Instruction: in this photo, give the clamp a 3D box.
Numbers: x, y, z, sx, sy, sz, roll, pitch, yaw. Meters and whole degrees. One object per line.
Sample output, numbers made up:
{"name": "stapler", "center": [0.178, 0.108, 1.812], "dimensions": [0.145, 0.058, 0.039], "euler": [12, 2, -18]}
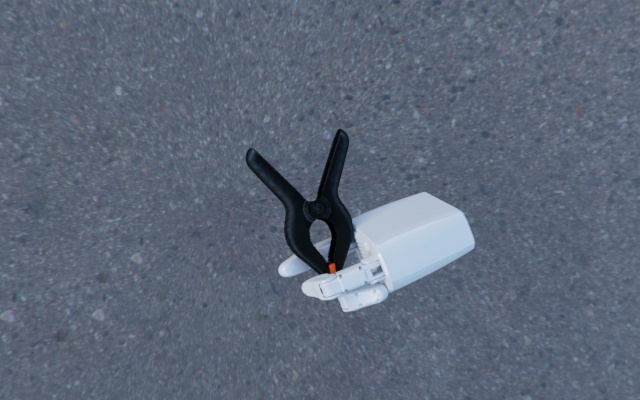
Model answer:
{"name": "clamp", "center": [0.000, 0.002, 0.541], "dimensions": [0.120, 0.171, 0.039], "euler": [-23, 3, -8]}
